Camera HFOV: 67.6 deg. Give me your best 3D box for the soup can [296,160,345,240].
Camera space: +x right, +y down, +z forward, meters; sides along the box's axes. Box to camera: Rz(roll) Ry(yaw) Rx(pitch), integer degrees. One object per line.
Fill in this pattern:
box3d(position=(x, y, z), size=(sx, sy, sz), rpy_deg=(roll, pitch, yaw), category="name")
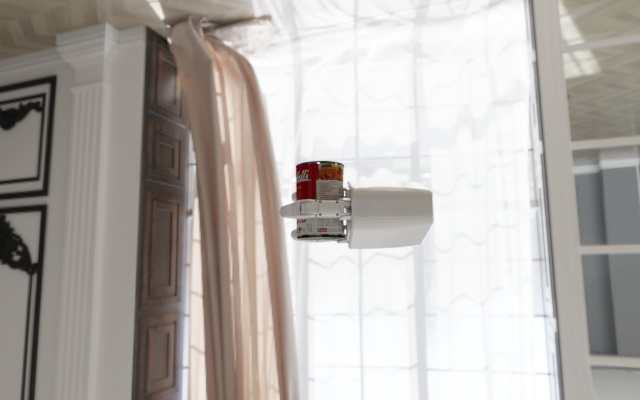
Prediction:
box3d(position=(0.000, 0.002, 0.655), size=(0.068, 0.102, 0.068), rpy_deg=(-1, -8, 0), category="soup can")
